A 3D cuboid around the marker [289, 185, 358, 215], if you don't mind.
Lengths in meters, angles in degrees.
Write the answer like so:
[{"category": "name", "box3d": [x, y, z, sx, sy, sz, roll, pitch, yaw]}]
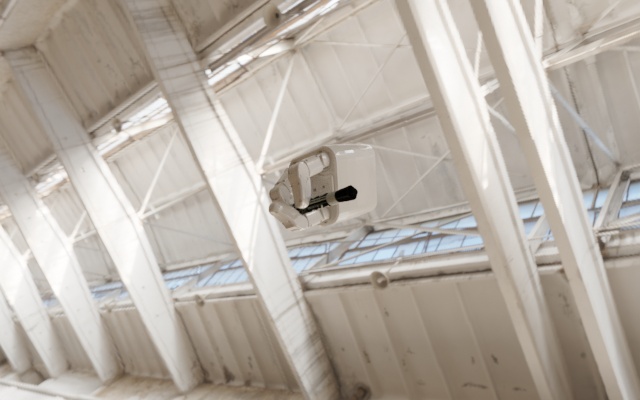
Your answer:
[{"category": "marker", "box3d": [0.000, 0.002, 0.623, 0.121, 0.020, 0.020, -17, -12, 42]}]
